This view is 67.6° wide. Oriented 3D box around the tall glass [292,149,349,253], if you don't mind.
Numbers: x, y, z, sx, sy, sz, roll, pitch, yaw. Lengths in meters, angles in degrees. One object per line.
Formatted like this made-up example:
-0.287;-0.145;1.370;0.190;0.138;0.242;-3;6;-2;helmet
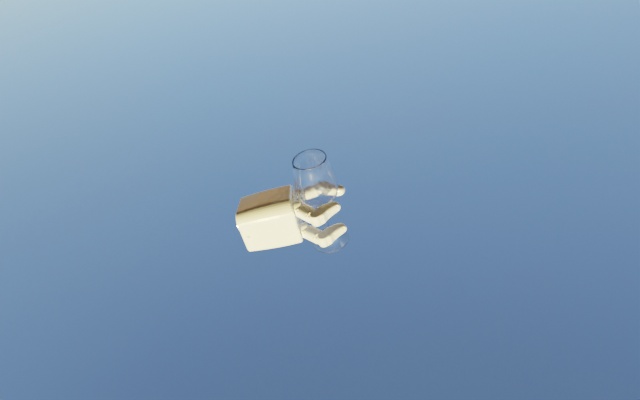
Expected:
0.000;0.003;0.891;0.079;0.201;0.079;-9;39;7;tall glass
